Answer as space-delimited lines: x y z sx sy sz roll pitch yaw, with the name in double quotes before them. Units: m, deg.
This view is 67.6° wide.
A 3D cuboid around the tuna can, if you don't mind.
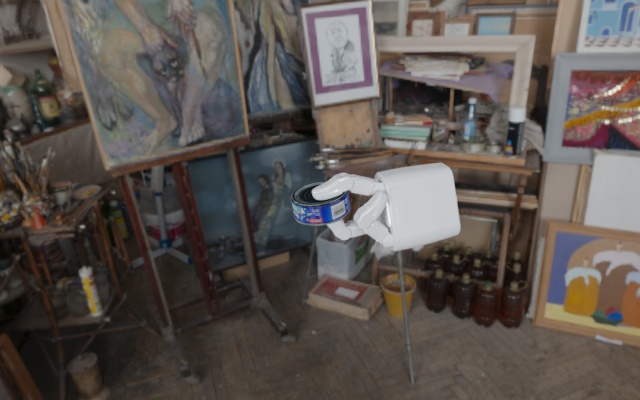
"tuna can" 0.000 0.002 0.709 0.086 0.034 0.086 -7 26 4
